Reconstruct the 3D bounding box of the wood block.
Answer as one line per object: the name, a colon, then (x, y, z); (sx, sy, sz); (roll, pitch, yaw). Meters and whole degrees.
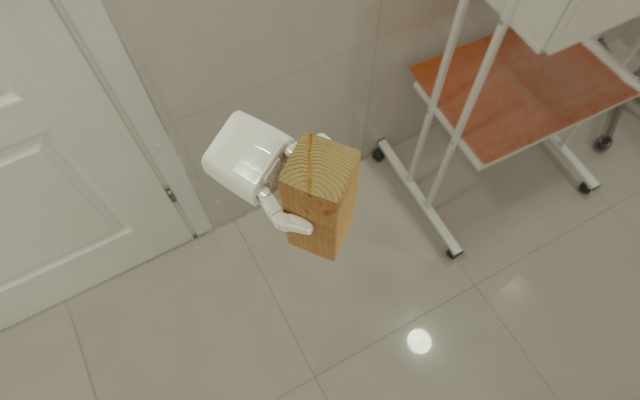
wood block: (0.000, 0.002, 0.730); (0.090, 0.090, 0.206); (21, -26, 12)
